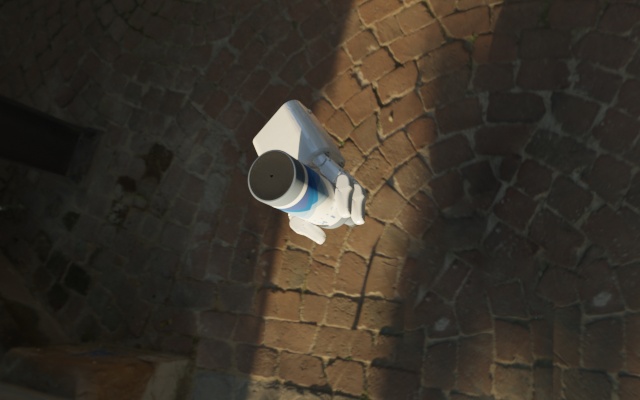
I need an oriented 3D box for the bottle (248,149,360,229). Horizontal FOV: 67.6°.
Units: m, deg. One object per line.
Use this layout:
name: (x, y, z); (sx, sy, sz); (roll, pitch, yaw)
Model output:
bottle: (0.000, 0.002, 0.702); (0.069, 0.069, 0.296); (0, -13, 24)
